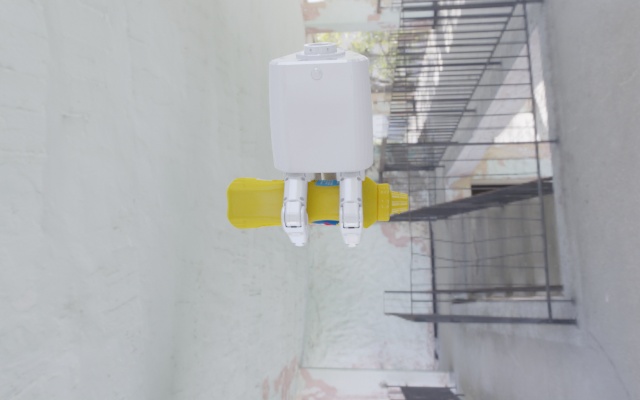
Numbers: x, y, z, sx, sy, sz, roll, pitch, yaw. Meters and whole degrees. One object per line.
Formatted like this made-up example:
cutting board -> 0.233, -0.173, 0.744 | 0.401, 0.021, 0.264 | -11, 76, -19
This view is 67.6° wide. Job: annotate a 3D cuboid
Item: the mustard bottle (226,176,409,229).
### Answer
mustard bottle -> 0.000, 0.002, 0.530 | 0.191, 0.058, 0.096 | -1, -1, 6
